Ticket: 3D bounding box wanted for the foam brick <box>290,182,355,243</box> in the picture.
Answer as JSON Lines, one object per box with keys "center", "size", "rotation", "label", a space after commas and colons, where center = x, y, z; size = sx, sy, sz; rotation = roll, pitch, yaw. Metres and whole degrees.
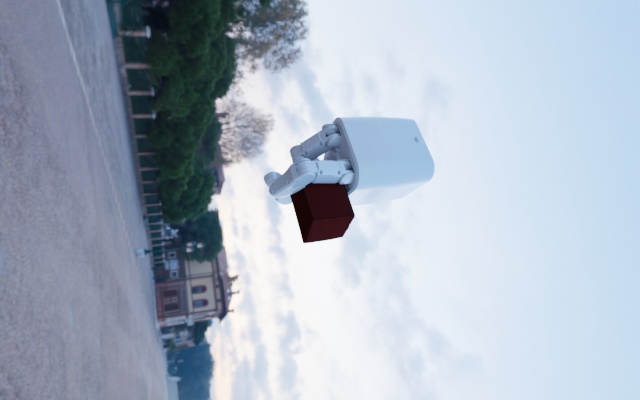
{"center": [0.000, 0.002, 0.555], "size": [0.051, 0.078, 0.053], "rotation": [-4, -32, -21], "label": "foam brick"}
